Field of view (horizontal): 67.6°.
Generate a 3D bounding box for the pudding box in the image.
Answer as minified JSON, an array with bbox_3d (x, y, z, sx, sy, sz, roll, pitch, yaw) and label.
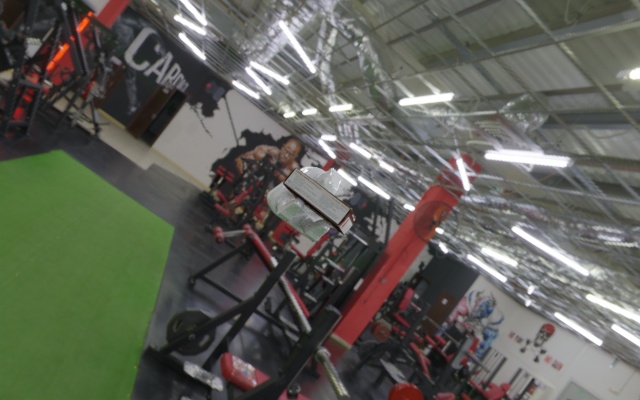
[{"bbox_3d":[0.000,0.002,0.752,0.113,0.039,0.090,35,-4,14],"label":"pudding box"}]
